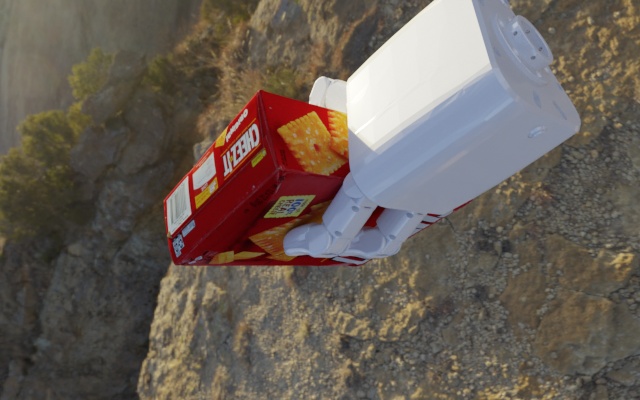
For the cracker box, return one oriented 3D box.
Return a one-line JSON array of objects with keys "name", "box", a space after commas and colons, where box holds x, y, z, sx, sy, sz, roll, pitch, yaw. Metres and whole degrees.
[{"name": "cracker box", "box": [0.000, 0.001, 0.412, 0.214, 0.072, 0.164, 7, -32, -40]}]
